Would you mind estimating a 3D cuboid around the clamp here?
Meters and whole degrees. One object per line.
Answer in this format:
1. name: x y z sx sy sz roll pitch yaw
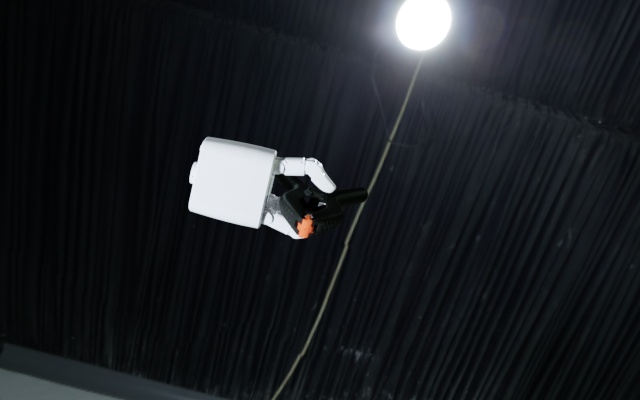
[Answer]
1. clamp: 0.000 0.002 0.716 0.164 0.036 0.210 13 22 -6
